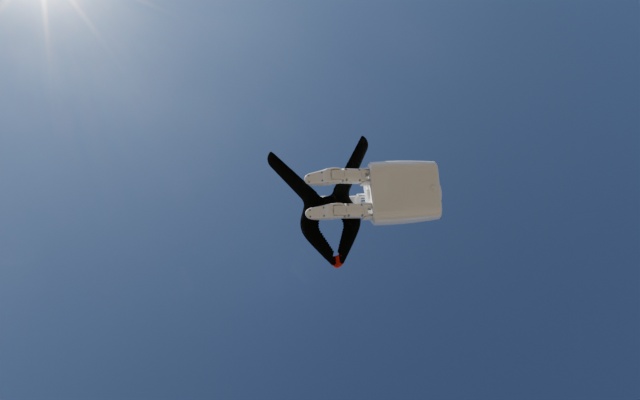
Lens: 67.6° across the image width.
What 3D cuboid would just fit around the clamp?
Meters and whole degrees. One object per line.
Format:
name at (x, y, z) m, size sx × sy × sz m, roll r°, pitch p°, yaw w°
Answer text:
clamp at (0.000, 0.003, 0.760) m, size 0.164 × 0.210 × 0.036 m, roll -3°, pitch -11°, yaw 2°
